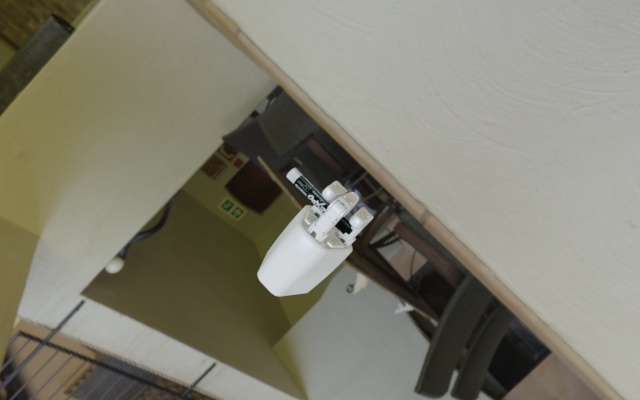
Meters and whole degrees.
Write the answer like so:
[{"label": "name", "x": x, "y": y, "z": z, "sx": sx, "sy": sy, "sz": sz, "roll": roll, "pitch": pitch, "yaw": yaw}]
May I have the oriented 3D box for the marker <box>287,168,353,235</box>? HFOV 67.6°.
[{"label": "marker", "x": 0.000, "y": 0.002, "z": 0.667, "sx": 0.020, "sy": 0.121, "sz": 0.020, "roll": -43, "pitch": -10, "yaw": -9}]
